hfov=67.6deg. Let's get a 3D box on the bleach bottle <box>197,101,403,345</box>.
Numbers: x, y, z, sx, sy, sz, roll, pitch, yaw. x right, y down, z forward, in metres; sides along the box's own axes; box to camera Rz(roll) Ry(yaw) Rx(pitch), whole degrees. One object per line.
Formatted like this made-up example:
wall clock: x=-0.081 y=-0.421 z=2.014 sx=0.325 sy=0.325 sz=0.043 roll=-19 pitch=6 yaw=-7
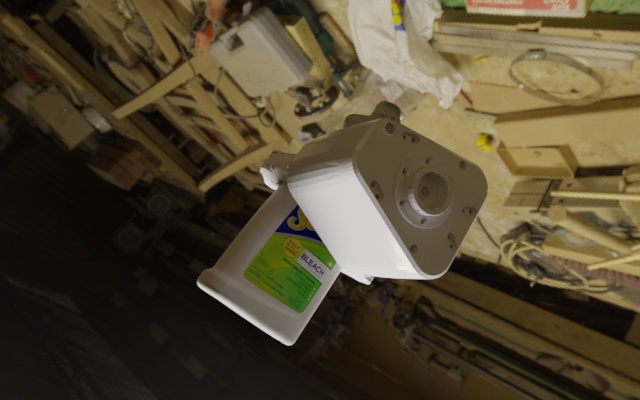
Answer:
bleach bottle: x=0.000 y=0.002 z=0.451 sx=0.102 sy=0.250 sz=0.068 roll=40 pitch=-18 yaw=-19
